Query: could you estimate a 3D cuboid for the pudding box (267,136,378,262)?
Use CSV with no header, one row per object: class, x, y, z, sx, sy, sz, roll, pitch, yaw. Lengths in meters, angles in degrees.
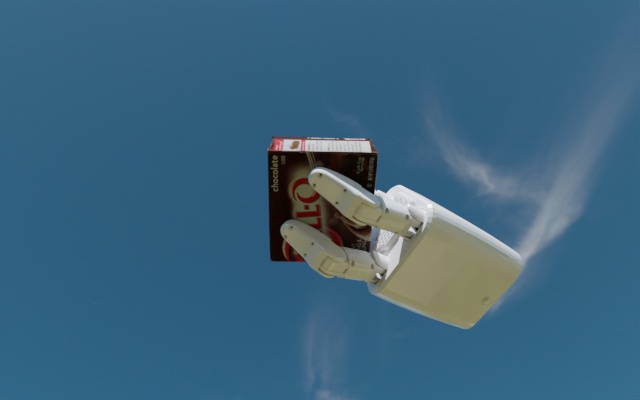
pudding box,0.000,0.001,0.420,0.090,0.113,0.039,0,27,-2
